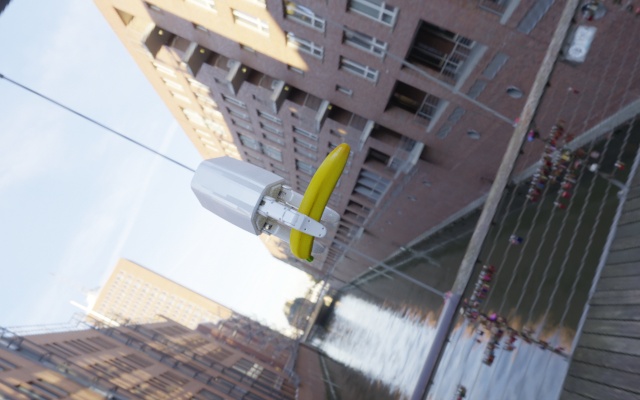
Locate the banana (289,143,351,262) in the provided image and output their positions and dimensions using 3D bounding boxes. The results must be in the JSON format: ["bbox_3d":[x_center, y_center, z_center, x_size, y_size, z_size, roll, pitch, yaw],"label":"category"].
[{"bbox_3d":[-0.007,0.009,0.697,0.037,0.198,0.069,25,19,13],"label":"banana"}]
